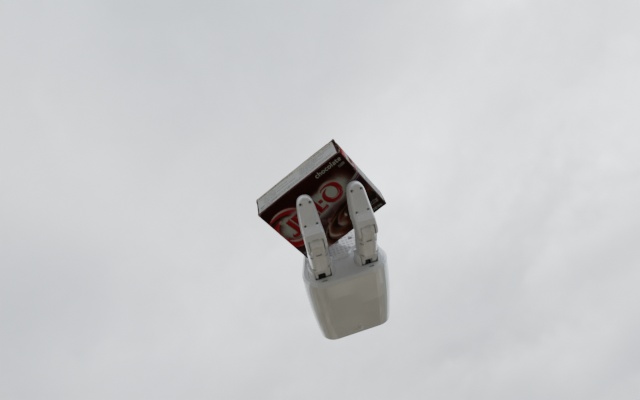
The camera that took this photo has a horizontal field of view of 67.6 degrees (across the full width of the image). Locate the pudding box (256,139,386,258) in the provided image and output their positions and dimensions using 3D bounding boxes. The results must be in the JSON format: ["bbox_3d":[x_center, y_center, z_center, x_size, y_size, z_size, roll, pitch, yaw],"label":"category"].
[{"bbox_3d":[0.000,0.002,0.523,0.090,0.113,0.039,44,12,-33],"label":"pudding box"}]
